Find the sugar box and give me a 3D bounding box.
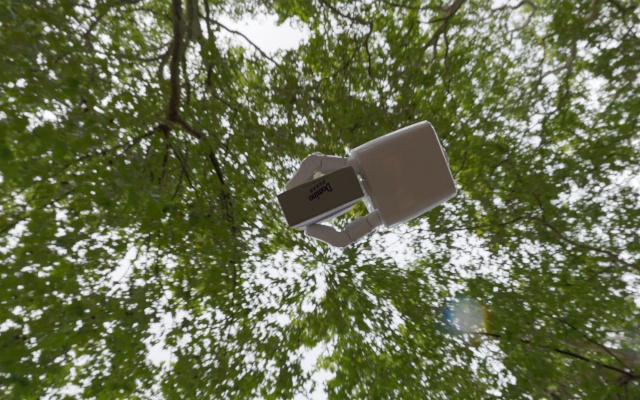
[{"bbox_3d":[0.000,0.001,0.608,0.093,0.048,0.176,-23,-7,-3],"label":"sugar box"}]
